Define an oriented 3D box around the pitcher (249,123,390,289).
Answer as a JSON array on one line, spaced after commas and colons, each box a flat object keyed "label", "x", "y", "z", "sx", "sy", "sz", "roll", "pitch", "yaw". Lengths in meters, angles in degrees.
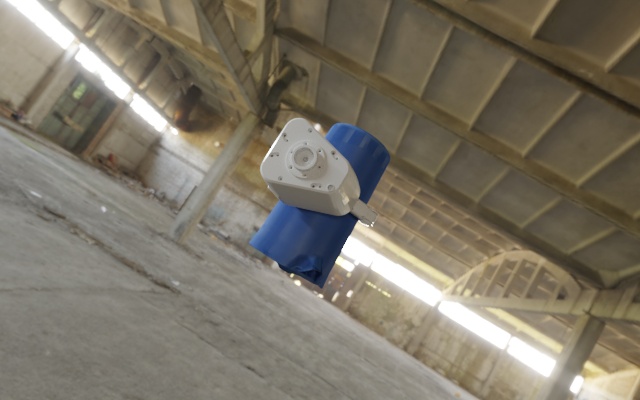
[{"label": "pitcher", "x": 0.000, "y": 0.002, "z": 0.758, "sx": 0.149, "sy": 0.243, "sz": 0.145, "roll": 30, "pitch": -8, "yaw": 15}]
